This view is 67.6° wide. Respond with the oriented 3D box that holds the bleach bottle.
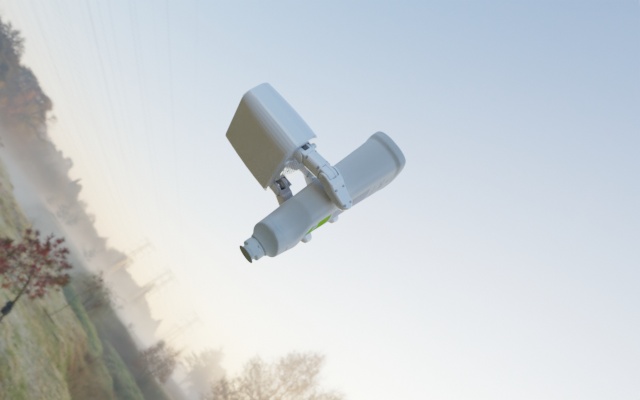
[{"bbox_3d":[0.000,0.002,0.657,0.250,0.068,0.103,-34,-12,-25],"label":"bleach bottle"}]
